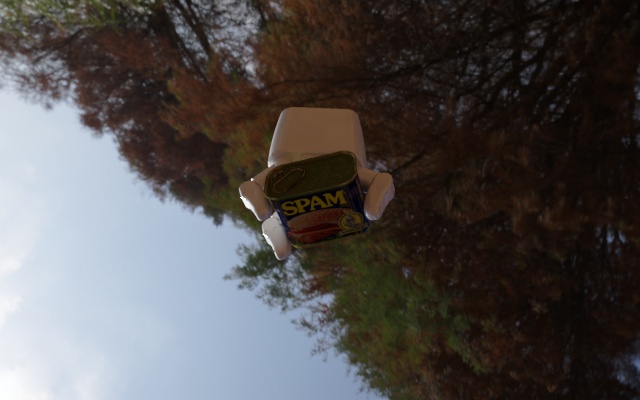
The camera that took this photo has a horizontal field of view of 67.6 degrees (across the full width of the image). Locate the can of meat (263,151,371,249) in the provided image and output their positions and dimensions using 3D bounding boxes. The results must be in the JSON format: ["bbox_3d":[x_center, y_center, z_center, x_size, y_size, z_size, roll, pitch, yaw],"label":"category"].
[{"bbox_3d":[0.000,0.002,0.528,0.102,0.084,0.057,-12,40,11],"label":"can of meat"}]
